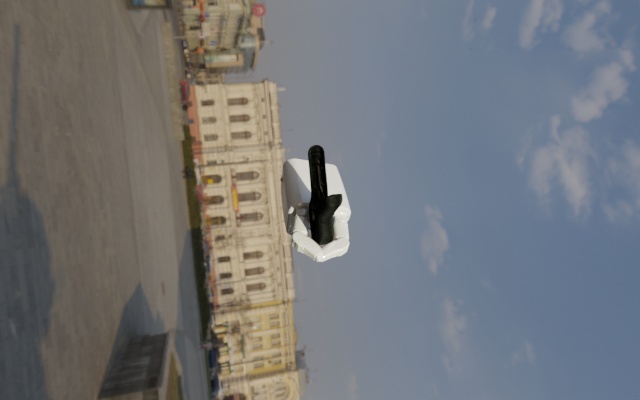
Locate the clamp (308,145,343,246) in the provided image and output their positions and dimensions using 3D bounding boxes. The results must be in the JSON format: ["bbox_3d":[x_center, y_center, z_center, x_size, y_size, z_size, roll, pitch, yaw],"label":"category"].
[{"bbox_3d":[0.001,0.003,0.735,0.039,0.120,0.172,-2,-36,-11],"label":"clamp"}]
